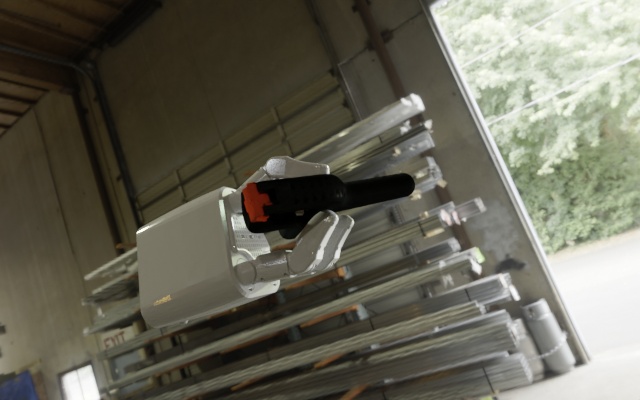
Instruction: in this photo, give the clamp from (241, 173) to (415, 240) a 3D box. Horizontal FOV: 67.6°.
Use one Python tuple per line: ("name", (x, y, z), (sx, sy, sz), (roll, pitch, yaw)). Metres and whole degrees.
("clamp", (-0.001, 0.001, 0.446), (0.164, 0.036, 0.210), (-22, -11, 15))
